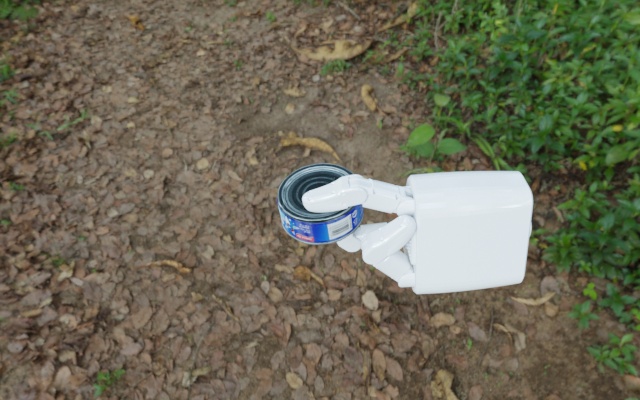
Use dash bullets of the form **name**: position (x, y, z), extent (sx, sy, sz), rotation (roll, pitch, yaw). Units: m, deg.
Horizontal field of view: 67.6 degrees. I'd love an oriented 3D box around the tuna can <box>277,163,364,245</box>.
- **tuna can**: position (0.000, 0.001, 0.478), extent (0.086, 0.034, 0.086), rotation (-5, 44, 5)
